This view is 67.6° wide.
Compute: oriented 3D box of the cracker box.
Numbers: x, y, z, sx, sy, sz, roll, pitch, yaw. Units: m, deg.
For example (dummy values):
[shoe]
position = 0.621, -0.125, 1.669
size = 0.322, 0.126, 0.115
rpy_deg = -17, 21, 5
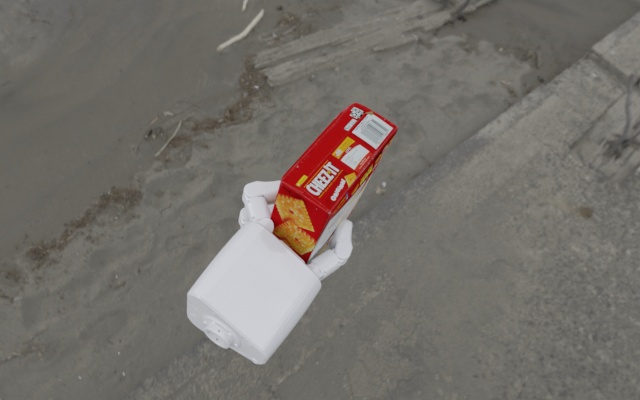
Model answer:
[cracker box]
position = 0.000, 0.002, 0.609
size = 0.072, 0.164, 0.214
rpy_deg = 34, -35, 7
